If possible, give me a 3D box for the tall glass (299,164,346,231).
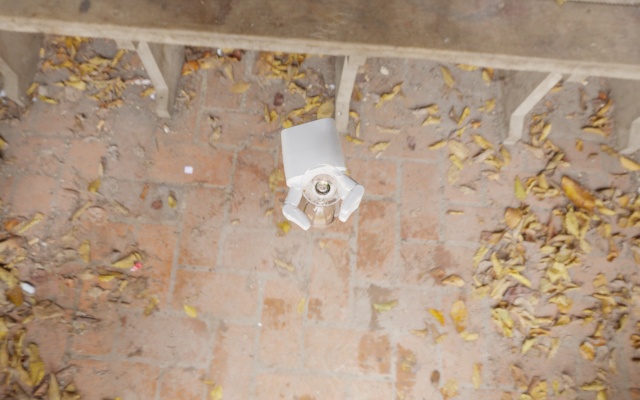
[{"bbox_3d":[0.000,0.003,0.879,0.079,0.079,0.201,0,-17,-3],"label":"tall glass"}]
